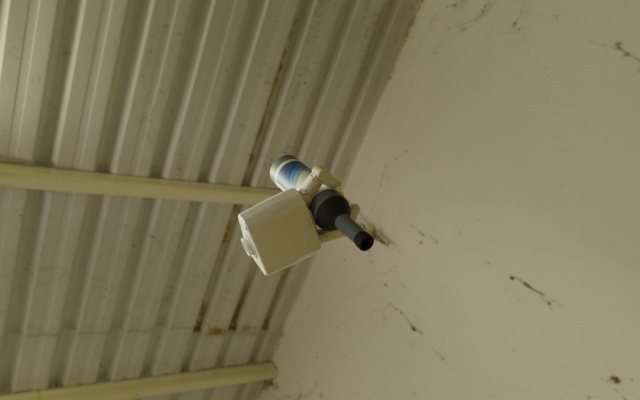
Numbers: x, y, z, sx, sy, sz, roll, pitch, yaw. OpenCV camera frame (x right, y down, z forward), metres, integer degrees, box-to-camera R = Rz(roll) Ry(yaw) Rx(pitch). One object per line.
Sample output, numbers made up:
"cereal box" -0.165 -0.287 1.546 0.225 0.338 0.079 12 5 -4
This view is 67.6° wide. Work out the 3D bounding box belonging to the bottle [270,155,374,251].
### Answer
"bottle" 0.000 0.003 0.830 0.069 0.069 0.295 0 25 -31
